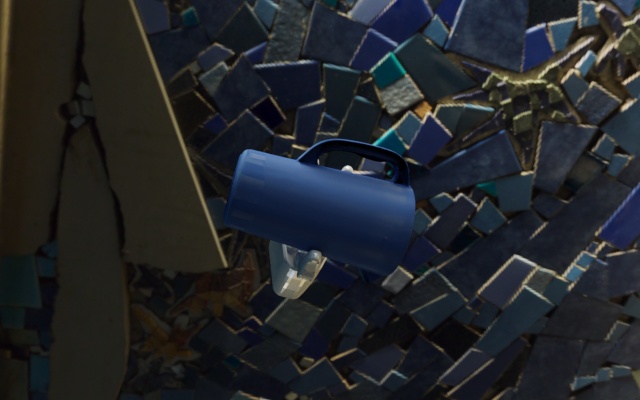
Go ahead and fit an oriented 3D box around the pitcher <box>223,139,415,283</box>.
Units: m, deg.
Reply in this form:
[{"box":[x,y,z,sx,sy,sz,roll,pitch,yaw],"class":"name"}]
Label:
[{"box":[0.000,0.002,0.655,0.243,0.149,0.145,16,-37,-9],"class":"pitcher"}]
